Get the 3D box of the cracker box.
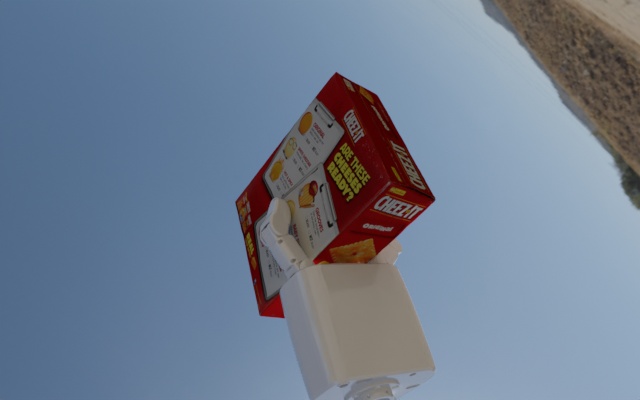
[{"bbox_3d":[0.000,0.002,0.510,0.072,0.164,0.214,17,-51,-37],"label":"cracker box"}]
